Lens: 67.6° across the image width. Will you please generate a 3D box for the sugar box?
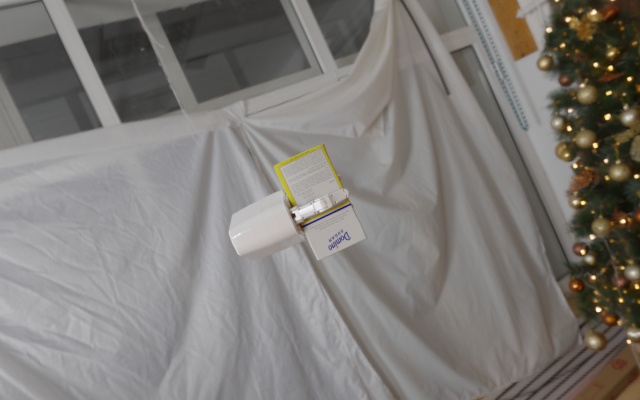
[{"bbox_3d":[0.000,0.003,0.809,0.093,0.176,0.048,-24,2,0],"label":"sugar box"}]
